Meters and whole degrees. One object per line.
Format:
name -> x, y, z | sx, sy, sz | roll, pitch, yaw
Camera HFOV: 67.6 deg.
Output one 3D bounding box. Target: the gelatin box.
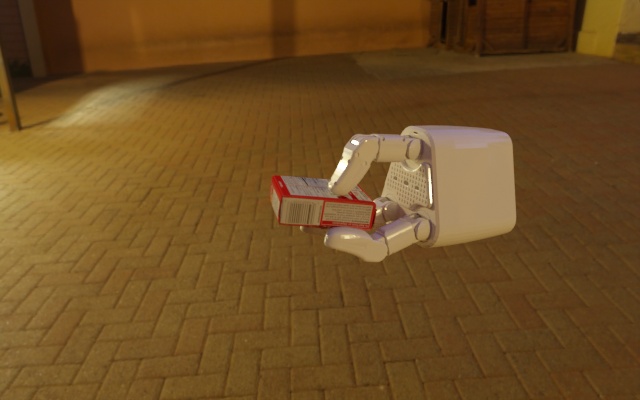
gelatin box -> 0.000, 0.001, 0.452 | 0.089, 0.030, 0.073 | 5, 17, -14
